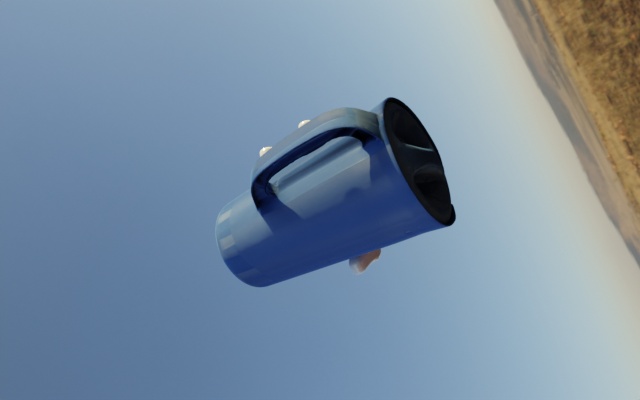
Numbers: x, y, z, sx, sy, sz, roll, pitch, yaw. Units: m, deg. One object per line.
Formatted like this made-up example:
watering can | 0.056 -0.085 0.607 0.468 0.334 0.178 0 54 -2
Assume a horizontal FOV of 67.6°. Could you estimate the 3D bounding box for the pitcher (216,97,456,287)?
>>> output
pitcher | 0.000 0.002 0.496 0.243 0.149 0.145 -26 8 29
